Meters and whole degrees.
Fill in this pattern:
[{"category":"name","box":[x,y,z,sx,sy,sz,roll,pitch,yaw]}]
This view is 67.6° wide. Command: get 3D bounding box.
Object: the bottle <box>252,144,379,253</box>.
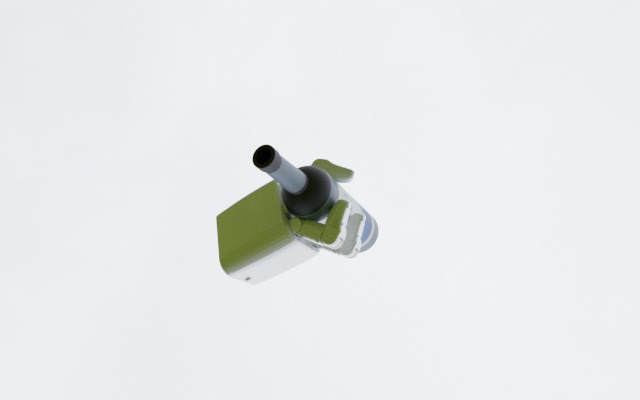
[{"category":"bottle","box":[0.000,0.002,0.617,0.069,0.069,0.296,0,-19,25]}]
